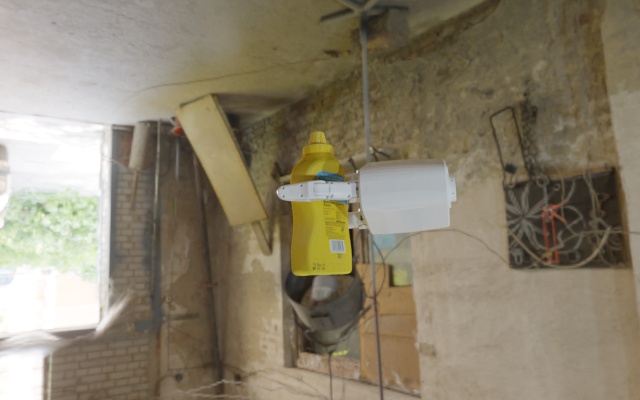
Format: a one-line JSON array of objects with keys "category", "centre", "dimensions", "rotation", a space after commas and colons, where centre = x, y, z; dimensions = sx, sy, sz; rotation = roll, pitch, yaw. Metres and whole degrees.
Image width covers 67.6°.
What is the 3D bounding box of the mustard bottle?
[{"category": "mustard bottle", "centre": [0.000, 0.002, 0.634], "dimensions": [0.058, 0.191, 0.096], "rotation": [-9, -11, 38]}]
